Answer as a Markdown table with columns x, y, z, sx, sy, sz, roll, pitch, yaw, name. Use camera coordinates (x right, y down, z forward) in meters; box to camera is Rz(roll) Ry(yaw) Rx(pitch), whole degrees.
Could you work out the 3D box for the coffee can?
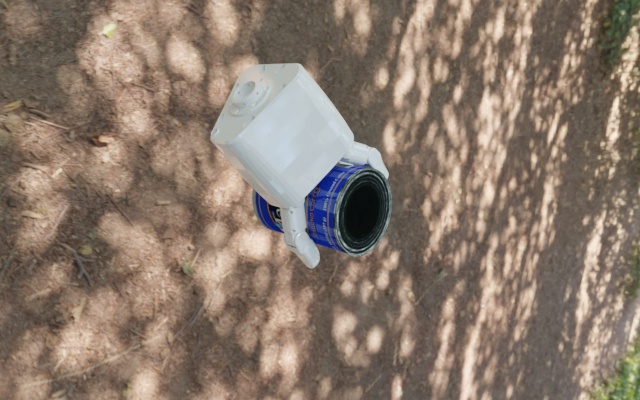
| x | y | z | sx | sy | sz | roll | pitch | yaw | name |
| --- | --- | --- | --- | --- | --- | --- | --- | --- | --- |
| 0.000 | 0.002 | 0.583 | 0.140 | 0.103 | 0.103 | 13 | 9 | 42 | coffee can |
